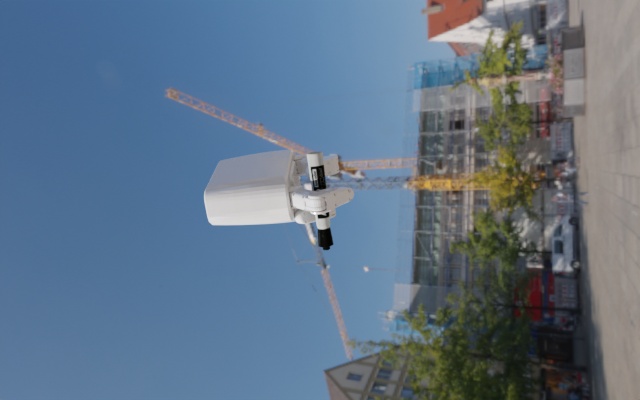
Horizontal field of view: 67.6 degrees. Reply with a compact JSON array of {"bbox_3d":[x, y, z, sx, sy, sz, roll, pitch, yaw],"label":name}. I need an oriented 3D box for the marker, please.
[{"bbox_3d":[0.000,0.002,0.576,0.020,0.121,0.020,-7,13,2],"label":"marker"}]
